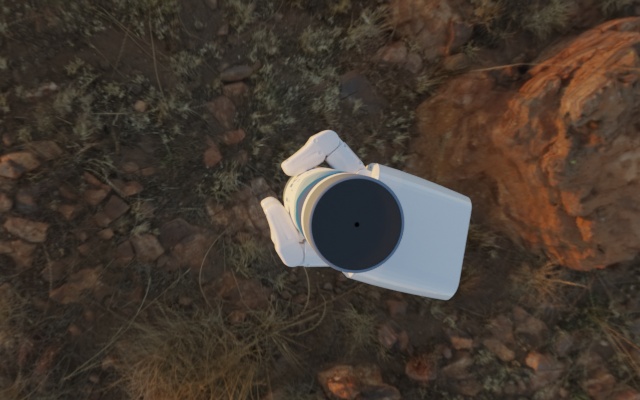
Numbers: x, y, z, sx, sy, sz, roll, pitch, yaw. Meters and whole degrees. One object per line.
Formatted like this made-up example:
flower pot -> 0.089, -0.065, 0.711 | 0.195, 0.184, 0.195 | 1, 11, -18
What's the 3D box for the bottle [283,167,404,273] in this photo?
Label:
bottle -> 0.000, 0.001, 0.461 | 0.069, 0.069, 0.295 | 0, 6, -10
